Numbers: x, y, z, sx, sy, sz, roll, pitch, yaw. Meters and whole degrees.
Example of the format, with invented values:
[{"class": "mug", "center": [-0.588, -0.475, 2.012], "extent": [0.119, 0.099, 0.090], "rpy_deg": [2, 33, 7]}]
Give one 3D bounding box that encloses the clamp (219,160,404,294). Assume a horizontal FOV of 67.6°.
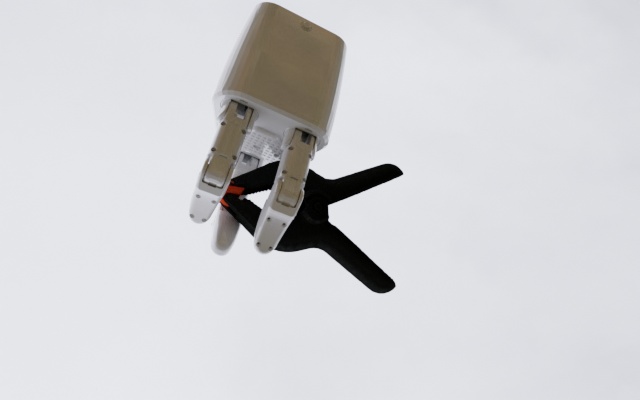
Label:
[{"class": "clamp", "center": [0.000, 0.002, 0.419], "extent": [0.171, 0.120, 0.039], "rpy_deg": [22, -27, -16]}]
